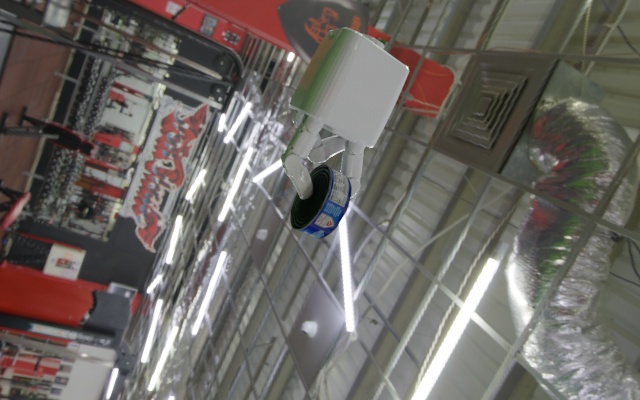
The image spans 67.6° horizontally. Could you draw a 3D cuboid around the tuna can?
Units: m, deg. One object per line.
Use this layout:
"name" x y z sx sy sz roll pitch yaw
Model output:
"tuna can" 0.001 0.002 0.579 0.034 0.086 0.086 27 -12 -24
